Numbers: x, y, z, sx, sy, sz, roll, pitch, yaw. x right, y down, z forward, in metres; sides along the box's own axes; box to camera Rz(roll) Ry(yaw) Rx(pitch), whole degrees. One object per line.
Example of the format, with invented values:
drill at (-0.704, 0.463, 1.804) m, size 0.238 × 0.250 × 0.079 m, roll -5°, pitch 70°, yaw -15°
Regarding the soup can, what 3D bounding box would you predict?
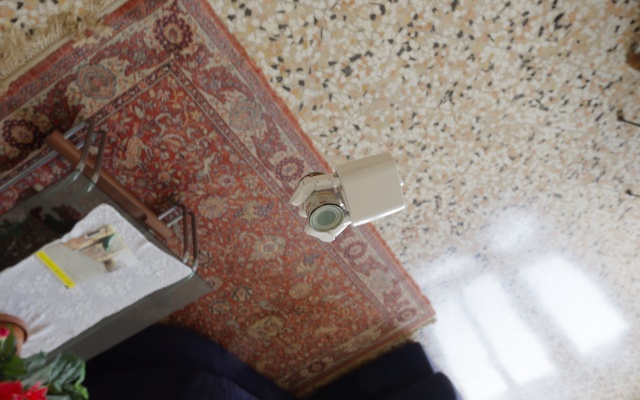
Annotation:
soup can at (0.000, 0.003, 0.889) m, size 0.068 × 0.068 × 0.102 m, roll 0°, pitch 37°, yaw -17°
